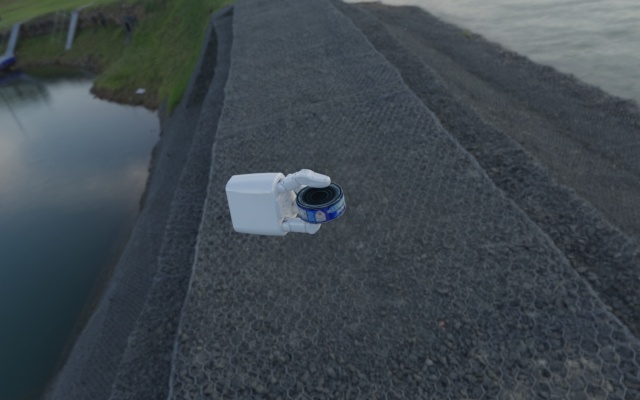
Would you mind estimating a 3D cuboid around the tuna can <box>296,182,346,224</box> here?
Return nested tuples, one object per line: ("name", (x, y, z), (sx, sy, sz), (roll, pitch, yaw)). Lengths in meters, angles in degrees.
("tuna can", (0.000, 0.002, 0.836), (0.086, 0.034, 0.086), (-8, 33, 5))
